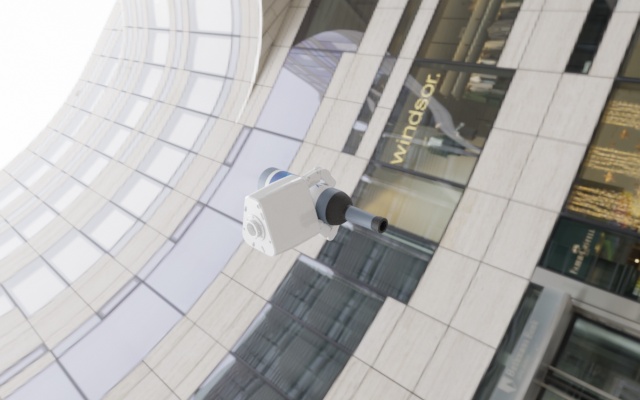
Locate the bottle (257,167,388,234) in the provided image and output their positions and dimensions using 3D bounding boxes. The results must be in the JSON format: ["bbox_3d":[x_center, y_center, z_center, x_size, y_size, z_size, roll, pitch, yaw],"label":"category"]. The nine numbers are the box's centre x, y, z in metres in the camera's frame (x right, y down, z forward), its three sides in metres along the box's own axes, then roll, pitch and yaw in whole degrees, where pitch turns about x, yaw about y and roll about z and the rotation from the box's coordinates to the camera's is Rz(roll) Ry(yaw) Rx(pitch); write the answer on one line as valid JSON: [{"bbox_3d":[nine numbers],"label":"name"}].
[{"bbox_3d":[0.000,0.003,0.892,0.295,0.069,0.069,21,14,40],"label":"bottle"}]
